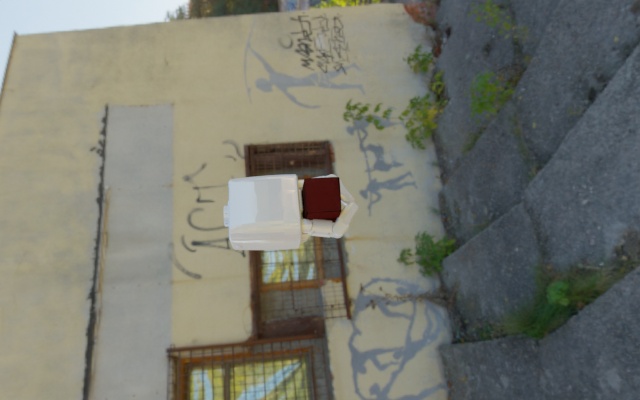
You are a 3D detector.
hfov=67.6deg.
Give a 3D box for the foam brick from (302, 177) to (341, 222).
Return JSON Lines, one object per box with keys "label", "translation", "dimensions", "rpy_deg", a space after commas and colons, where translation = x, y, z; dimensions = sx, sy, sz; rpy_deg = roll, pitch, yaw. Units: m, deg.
{"label": "foam brick", "translation": [0.000, 0.002, 0.711], "dimensions": [0.051, 0.053, 0.078], "rpy_deg": [-2, -17, -6]}
